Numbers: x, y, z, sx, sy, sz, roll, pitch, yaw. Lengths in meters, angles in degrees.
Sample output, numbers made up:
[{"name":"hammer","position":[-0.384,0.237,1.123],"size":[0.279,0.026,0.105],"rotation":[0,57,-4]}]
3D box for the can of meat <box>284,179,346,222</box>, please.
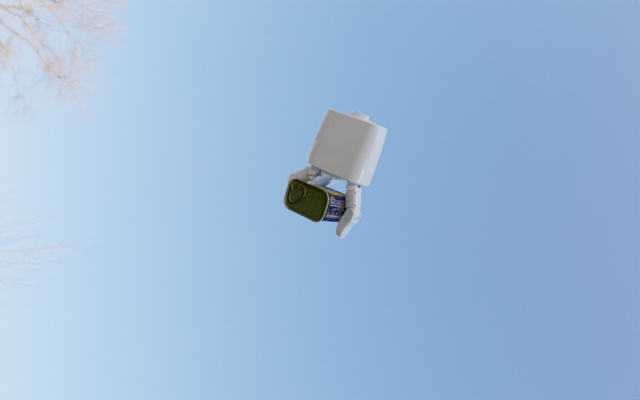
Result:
[{"name":"can of meat","position":[0.000,0.003,0.853],"size":[0.102,0.057,0.084],"rotation":[23,10,40]}]
